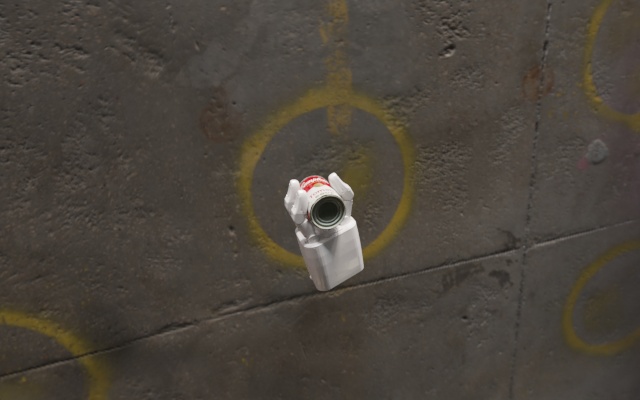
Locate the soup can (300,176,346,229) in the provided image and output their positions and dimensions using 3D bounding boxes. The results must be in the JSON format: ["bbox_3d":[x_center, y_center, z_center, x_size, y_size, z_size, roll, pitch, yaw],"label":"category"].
[{"bbox_3d":[0.000,0.002,0.870,0.068,0.068,0.102,0,21,-17],"label":"soup can"}]
